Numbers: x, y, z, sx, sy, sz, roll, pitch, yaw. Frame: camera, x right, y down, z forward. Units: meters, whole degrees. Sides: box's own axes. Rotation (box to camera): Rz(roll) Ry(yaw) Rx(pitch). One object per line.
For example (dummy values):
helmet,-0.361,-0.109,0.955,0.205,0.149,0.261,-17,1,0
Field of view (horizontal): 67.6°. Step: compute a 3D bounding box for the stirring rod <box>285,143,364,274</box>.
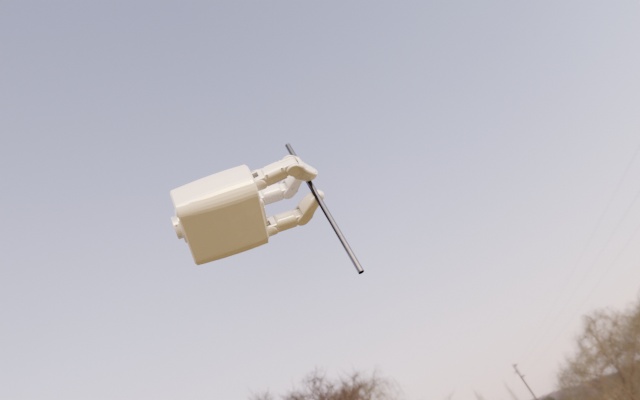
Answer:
stirring rod,0.000,0.002,0.650,0.011,0.239,0.011,-20,-36,-15
